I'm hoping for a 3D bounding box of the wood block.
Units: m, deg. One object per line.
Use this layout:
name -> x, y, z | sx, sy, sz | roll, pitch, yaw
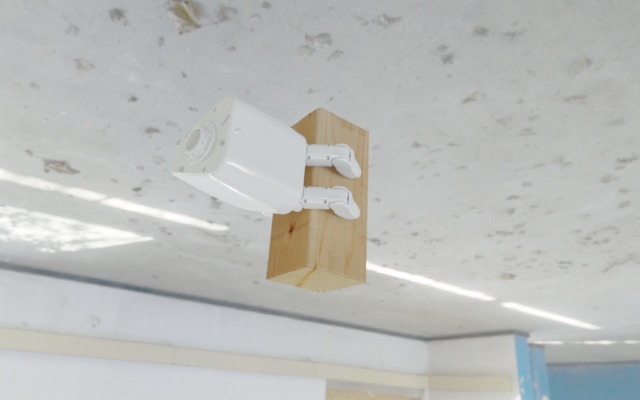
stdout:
wood block -> 0.000, 0.002, 0.608 | 0.090, 0.206, 0.091 | 20, -28, -33
